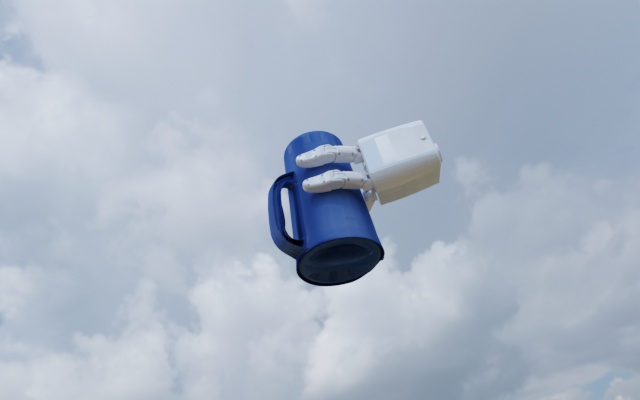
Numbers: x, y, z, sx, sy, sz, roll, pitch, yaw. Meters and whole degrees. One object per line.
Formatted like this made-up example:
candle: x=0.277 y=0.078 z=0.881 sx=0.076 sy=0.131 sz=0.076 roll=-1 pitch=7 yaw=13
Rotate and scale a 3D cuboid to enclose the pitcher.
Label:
pitcher: x=0.000 y=0.002 z=0.763 sx=0.145 sy=0.242 sz=0.149 roll=-19 pitch=-38 yaw=6
